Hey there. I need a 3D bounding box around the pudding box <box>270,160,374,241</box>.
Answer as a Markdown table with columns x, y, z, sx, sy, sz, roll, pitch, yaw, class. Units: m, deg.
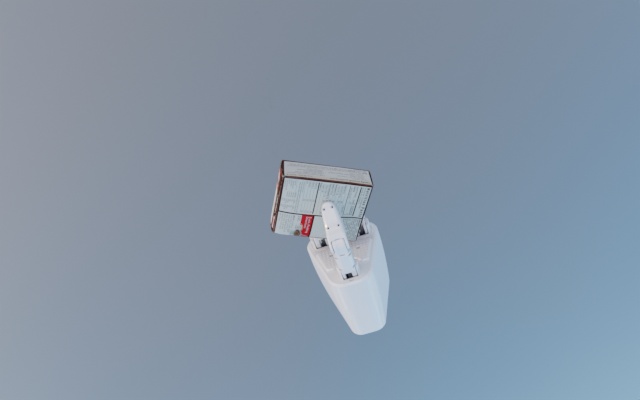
| x | y | z | sx | sy | sz | roll | pitch | yaw | class |
| --- | --- | --- | --- | --- | --- | --- | --- | --- | --- |
| 0.000 | 0.002 | 0.587 | 0.113 | 0.090 | 0.039 | 5 | 35 | -12 | pudding box |
